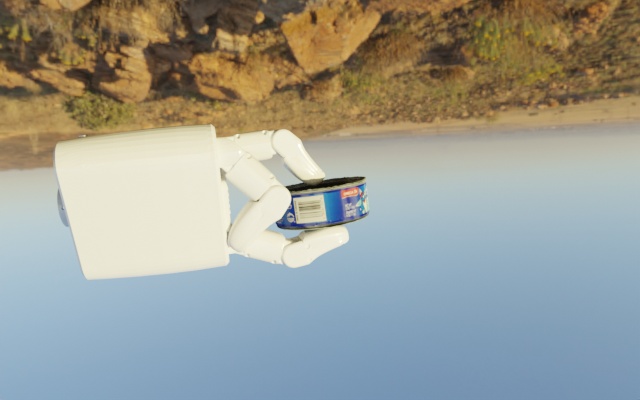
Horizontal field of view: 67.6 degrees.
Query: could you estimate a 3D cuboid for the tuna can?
[{"bbox_3d":[0.000,0.002,0.424,0.086,0.034,0.086,-8,7,1],"label":"tuna can"}]
